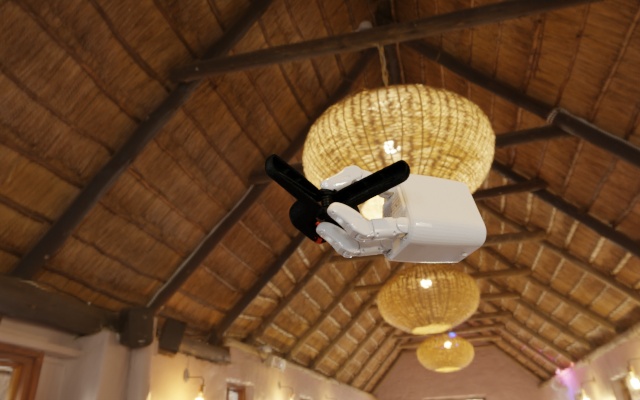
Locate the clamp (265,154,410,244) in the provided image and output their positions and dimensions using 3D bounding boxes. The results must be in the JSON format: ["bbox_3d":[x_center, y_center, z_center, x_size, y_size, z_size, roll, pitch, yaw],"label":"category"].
[{"bbox_3d":[0.000,0.002,0.611,0.164,0.036,0.210,6,-28,-13],"label":"clamp"}]
